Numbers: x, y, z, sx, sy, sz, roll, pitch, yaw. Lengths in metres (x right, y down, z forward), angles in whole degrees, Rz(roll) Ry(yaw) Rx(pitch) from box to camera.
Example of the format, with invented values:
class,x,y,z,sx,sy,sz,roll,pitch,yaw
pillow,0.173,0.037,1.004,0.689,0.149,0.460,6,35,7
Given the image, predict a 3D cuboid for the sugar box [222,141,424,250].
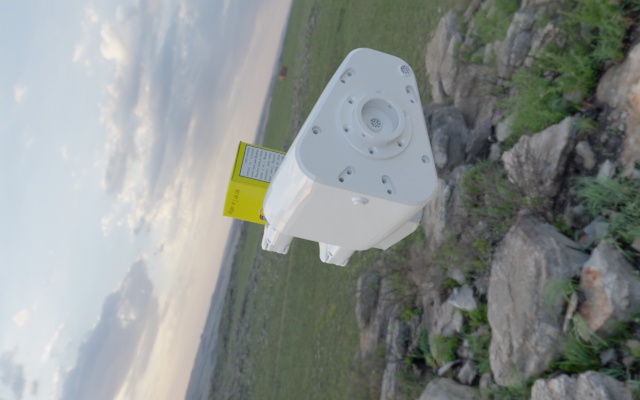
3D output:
class,x,y,z,sx,sy,sz,roll,pitch,yaw
sugar box,0.000,0.002,0.457,0.176,0.048,0.093,15,-24,-10
